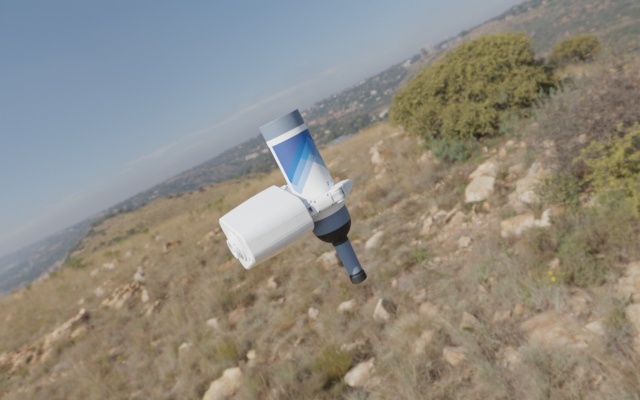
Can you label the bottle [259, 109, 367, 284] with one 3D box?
[{"bbox_3d":[0.000,0.002,0.762,0.069,0.296,0.069,-26,11,5],"label":"bottle"}]
